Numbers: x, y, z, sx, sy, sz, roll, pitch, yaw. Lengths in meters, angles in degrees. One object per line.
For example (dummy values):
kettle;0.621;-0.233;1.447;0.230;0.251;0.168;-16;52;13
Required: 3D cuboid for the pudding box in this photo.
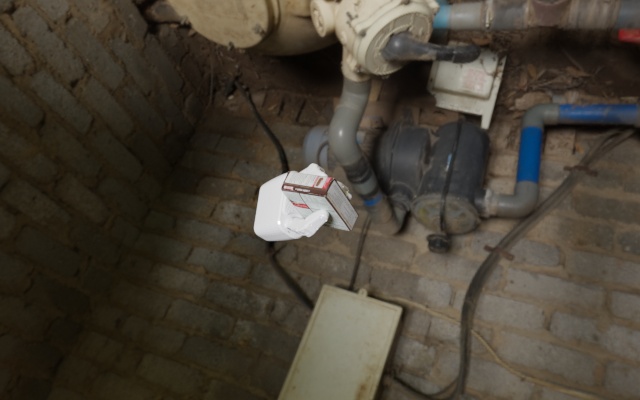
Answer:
pudding box;0.000;0.003;0.773;0.090;0.039;0.113;9;-26;32
